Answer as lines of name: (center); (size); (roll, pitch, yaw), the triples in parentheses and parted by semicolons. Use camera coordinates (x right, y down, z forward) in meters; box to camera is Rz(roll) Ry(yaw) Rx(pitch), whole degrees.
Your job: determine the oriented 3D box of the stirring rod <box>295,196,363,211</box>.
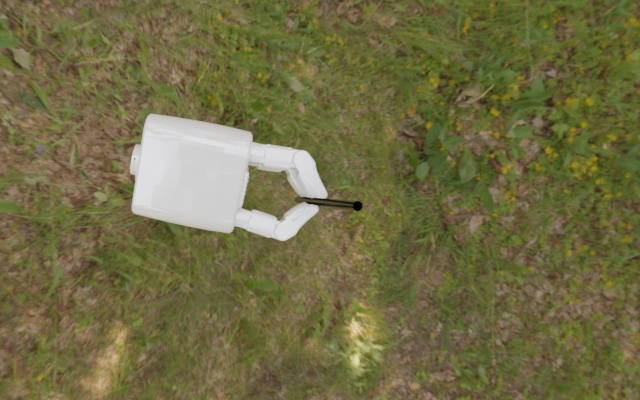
stirring rod: (0.000, 0.002, 0.488); (0.011, 0.011, 0.239); (0, 1, -14)
